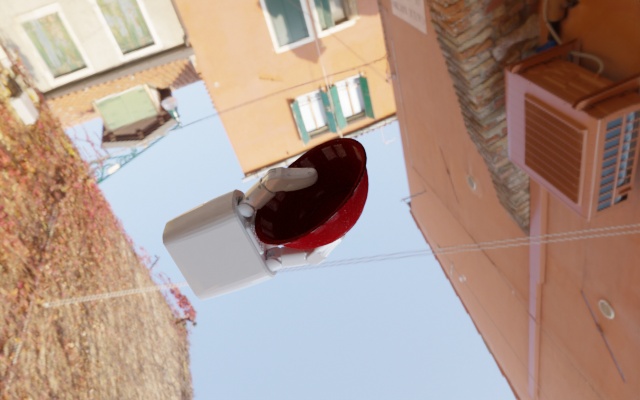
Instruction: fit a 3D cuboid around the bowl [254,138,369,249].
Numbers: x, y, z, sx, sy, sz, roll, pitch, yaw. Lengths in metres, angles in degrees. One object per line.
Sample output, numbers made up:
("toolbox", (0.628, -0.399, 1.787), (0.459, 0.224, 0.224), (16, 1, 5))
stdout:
("bowl", (0.001, 0.002, 0.564), (0.162, 0.162, 0.055), (0, -39, 50))
